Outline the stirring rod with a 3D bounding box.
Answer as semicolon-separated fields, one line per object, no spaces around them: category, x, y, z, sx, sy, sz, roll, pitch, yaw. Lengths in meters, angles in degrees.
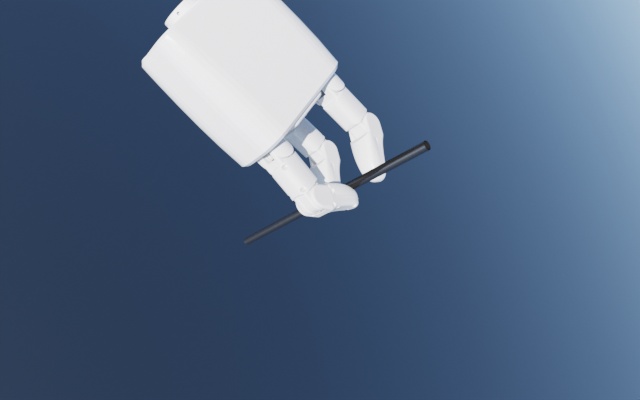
stirring rod;0.000;0.001;0.434;0.011;0.011;0.239;0;-21;-45
